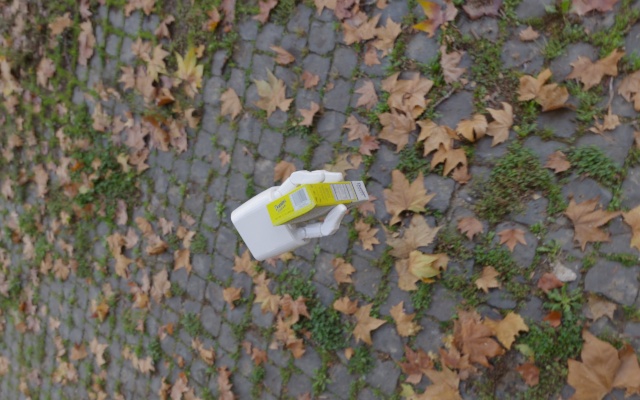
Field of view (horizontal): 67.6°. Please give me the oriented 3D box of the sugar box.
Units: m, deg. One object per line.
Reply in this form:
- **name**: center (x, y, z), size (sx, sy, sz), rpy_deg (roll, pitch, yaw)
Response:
- **sugar box**: center (0.000, 0.002, 0.819), size (0.093, 0.048, 0.176), rpy_deg (-26, -9, 32)
